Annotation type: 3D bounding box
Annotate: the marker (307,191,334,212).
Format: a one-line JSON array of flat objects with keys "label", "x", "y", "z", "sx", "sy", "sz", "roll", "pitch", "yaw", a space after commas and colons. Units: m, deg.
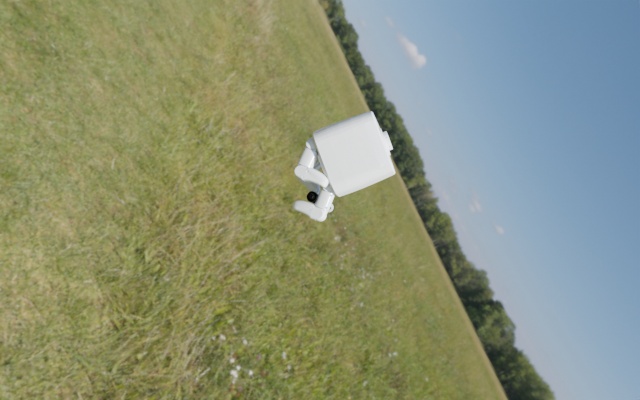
[{"label": "marker", "x": 0.000, "y": 0.003, "z": 0.849, "sx": 0.020, "sy": 0.020, "sz": 0.121, "roll": 0, "pitch": -10, "yaw": 16}]
